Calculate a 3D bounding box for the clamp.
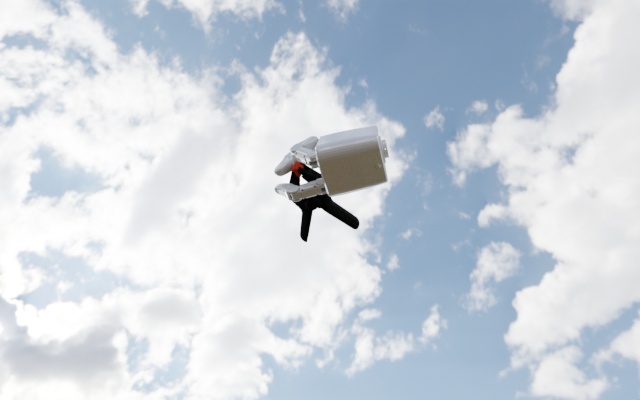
[{"bbox_3d":[0.000,0.002,0.878,0.120,0.172,0.039,-12,35,9],"label":"clamp"}]
